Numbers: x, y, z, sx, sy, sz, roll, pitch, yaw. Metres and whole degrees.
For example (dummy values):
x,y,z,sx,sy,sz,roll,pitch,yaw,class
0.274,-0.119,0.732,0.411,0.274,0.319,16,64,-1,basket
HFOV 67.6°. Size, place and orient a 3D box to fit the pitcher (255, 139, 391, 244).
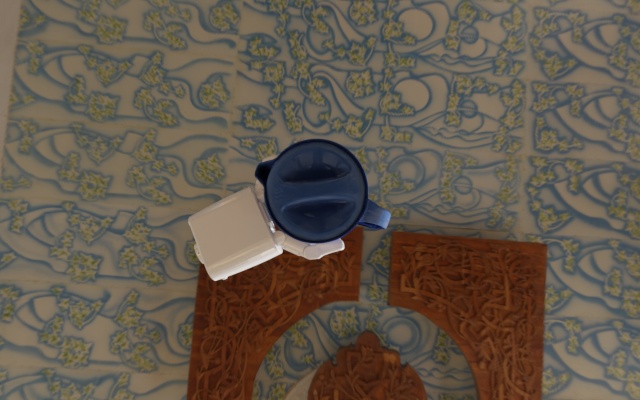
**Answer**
x,y,z,sx,sy,sz,roll,pitch,yaw,class
0.000,0.002,0.713,0.145,0.149,0.243,-25,-4,-4,pitcher
